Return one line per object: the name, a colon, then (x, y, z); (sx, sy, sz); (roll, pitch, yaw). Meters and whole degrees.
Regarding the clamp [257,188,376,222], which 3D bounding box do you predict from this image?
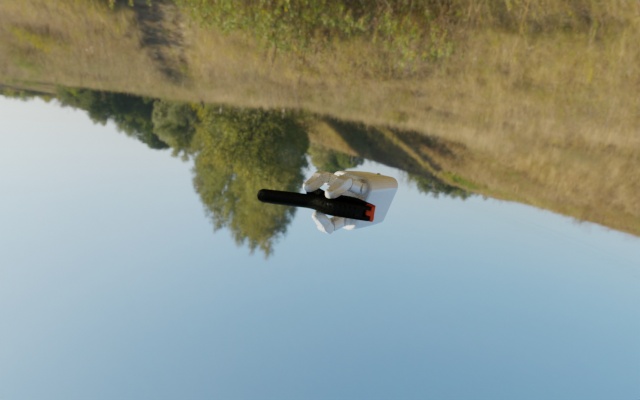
clamp: (0.001, 0.004, 0.875); (0.210, 0.036, 0.164); (16, 16, 39)
